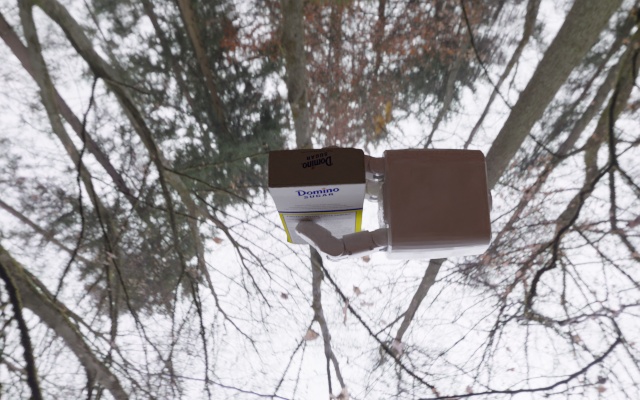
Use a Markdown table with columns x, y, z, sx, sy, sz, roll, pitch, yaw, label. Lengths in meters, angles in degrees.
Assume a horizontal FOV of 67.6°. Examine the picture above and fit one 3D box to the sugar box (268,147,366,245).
| x | y | z | sx | sy | sz | roll | pitch | yaw | label |
| --- | --- | --- | --- | --- | --- | --- | --- | --- | --- |
| 0.000 | 0.001 | 0.522 | 0.093 | 0.048 | 0.176 | -2 | -25 | 1 | sugar box |
